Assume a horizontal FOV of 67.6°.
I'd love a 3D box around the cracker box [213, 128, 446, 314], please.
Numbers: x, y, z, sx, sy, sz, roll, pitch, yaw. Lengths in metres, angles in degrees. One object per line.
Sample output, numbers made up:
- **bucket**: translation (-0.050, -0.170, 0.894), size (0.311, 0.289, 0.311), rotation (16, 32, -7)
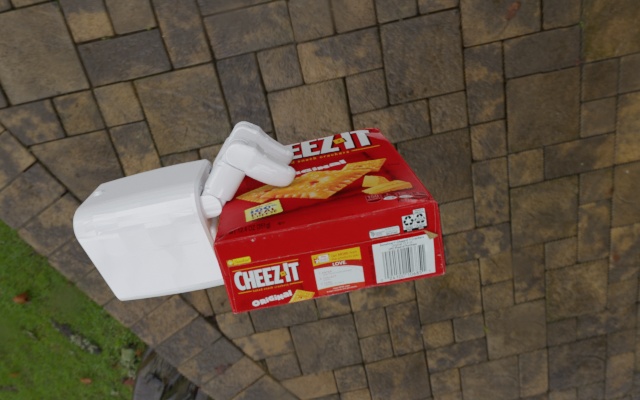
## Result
- **cracker box**: translation (0.000, 0.002, 0.438), size (0.164, 0.072, 0.213), rotation (-11, 23, 0)
